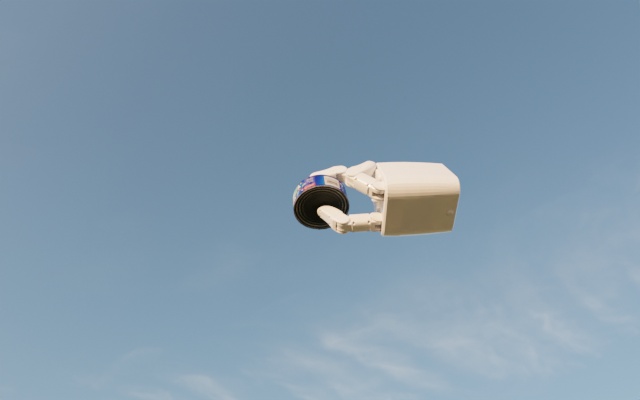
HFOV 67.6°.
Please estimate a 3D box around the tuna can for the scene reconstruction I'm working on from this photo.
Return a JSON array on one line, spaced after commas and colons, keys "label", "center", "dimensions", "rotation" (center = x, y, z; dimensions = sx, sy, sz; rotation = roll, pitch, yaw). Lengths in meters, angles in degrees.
[{"label": "tuna can", "center": [0.000, 0.002, 0.738], "dimensions": [0.086, 0.086, 0.033], "rotation": [0, 38, -7]}]
